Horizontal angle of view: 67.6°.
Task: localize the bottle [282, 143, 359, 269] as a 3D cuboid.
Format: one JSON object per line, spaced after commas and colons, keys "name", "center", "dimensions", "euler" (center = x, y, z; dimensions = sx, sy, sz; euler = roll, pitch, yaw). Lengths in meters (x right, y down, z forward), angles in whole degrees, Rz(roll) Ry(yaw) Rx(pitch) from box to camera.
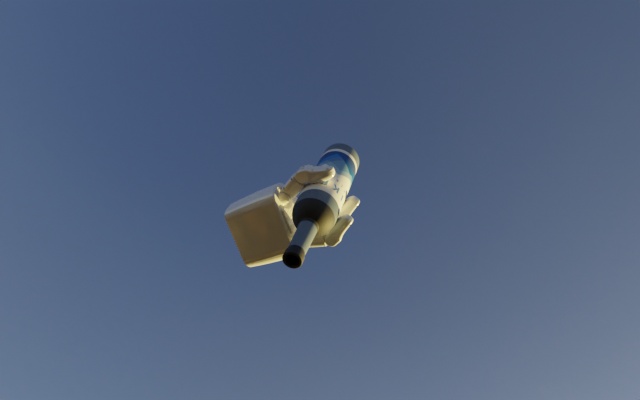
{"name": "bottle", "center": [0.000, 0.002, 0.730], "dimensions": [0.069, 0.069, 0.295], "euler": [0, 30, 17]}
